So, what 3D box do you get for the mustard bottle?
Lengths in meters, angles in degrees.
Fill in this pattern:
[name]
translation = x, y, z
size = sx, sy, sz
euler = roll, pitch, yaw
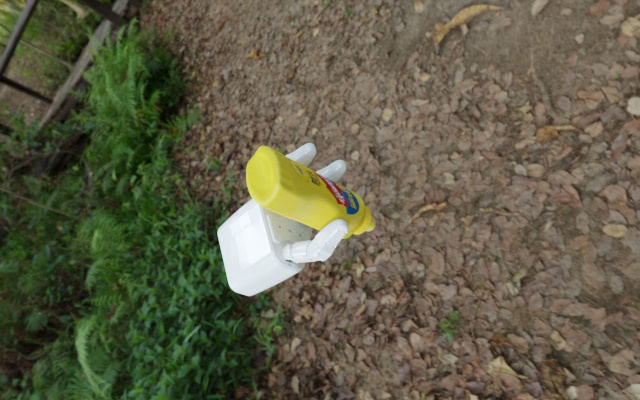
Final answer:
[mustard bottle]
translation = 0.000, 0.002, 0.609
size = 0.192, 0.058, 0.096
euler = 26, 21, -36
